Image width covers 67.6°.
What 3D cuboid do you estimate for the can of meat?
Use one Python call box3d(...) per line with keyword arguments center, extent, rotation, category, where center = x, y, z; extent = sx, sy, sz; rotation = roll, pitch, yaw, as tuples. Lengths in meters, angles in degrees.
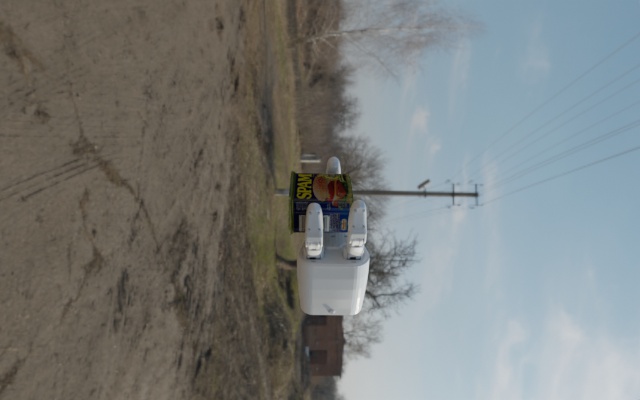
box3d(center=(0.000, 0.002, 0.649), extent=(0.084, 0.057, 0.102), rotation=(1, 31, -1), category="can of meat")
